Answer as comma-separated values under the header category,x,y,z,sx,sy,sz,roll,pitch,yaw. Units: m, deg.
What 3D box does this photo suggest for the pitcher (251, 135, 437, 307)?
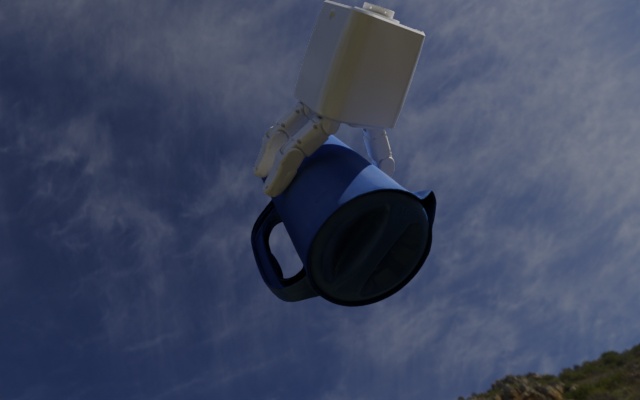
category,x,y,z,sx,sy,sz,roll,pitch,yaw
pitcher,0.000,0.002,0.543,0.149,0.145,0.242,6,24,-27
